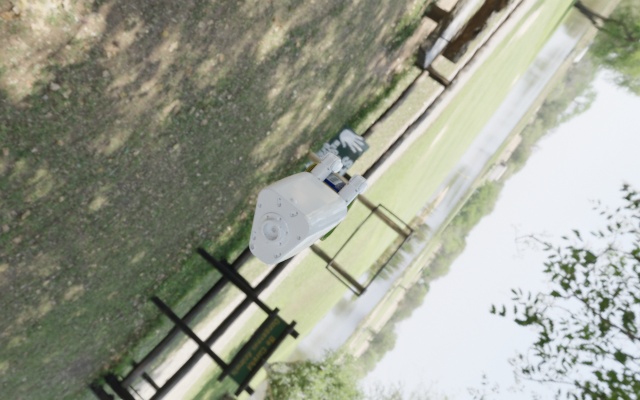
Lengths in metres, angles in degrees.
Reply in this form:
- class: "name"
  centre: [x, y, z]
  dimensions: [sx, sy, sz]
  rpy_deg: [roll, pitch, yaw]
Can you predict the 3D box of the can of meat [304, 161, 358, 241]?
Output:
- class: "can of meat"
  centre: [0.000, 0.003, 0.775]
  dimensions: [0.084, 0.102, 0.057]
  rpy_deg: [39, 23, 15]
